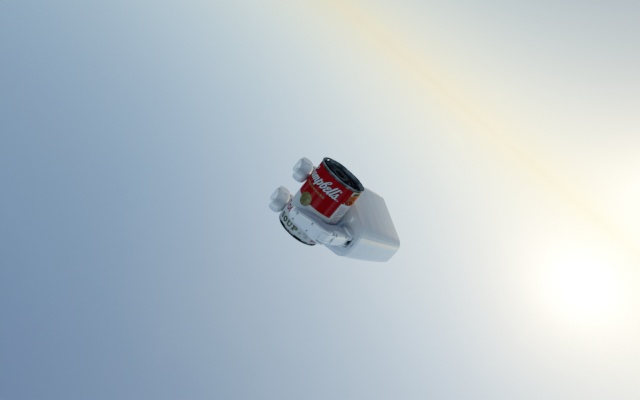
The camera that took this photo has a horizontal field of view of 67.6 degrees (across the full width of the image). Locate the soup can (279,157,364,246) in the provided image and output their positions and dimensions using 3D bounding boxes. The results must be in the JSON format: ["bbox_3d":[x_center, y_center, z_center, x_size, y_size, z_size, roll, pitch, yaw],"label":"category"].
[{"bbox_3d":[0.000,0.002,0.636,0.068,0.102,0.068,35,20,-14],"label":"soup can"}]
